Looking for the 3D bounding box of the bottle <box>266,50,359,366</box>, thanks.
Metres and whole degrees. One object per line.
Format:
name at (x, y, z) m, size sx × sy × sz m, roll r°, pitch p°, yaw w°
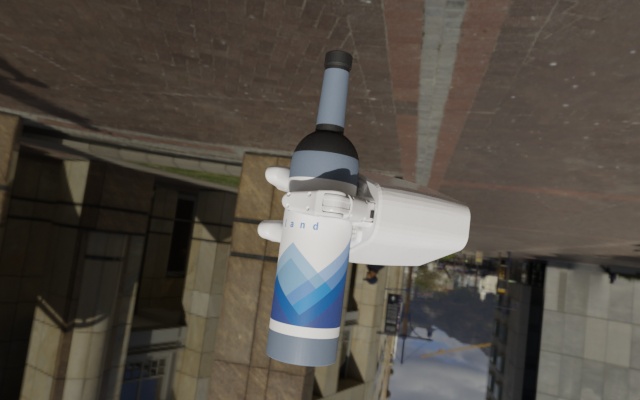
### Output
bottle at (0.000, 0.002, 0.461) m, size 0.069 × 0.295 × 0.069 m, roll 7°, pitch -5°, yaw 1°
